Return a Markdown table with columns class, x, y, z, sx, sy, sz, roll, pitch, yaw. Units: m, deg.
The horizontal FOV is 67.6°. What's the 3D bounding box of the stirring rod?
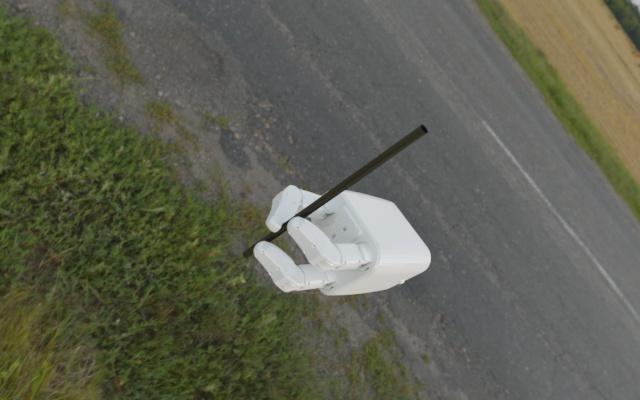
| class | x | y | z | sx | sy | sz | roll | pitch | yaw |
| --- | --- | --- | --- | --- | --- | --- | --- | --- | --- |
| stirring rod | 0.000 | 0.001 | 0.436 | 0.011 | 0.011 | 0.239 | 0 | -28 | -48 |
